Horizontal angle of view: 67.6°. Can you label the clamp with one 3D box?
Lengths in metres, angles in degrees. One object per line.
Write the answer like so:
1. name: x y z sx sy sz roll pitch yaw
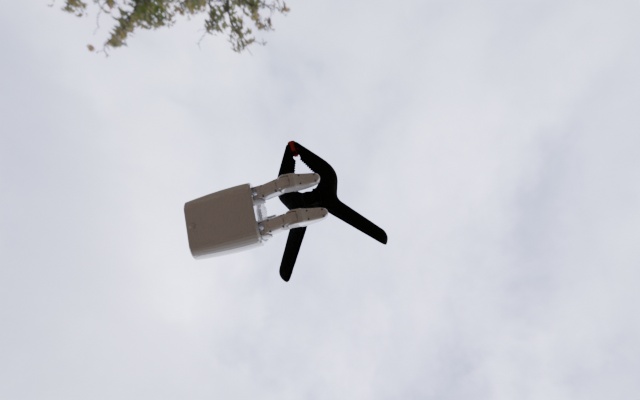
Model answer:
1. clamp: 0.000 0.002 0.716 0.164 0.210 0.036 -14 -19 1
